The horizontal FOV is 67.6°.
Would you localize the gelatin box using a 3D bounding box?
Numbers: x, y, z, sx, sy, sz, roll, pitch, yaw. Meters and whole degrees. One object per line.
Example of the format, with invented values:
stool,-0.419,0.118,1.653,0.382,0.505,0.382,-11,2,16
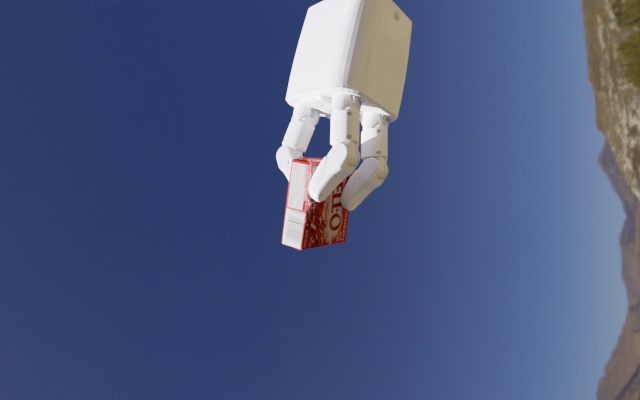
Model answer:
gelatin box,0.000,0.002,0.488,0.030,0.089,0.073,15,12,38
